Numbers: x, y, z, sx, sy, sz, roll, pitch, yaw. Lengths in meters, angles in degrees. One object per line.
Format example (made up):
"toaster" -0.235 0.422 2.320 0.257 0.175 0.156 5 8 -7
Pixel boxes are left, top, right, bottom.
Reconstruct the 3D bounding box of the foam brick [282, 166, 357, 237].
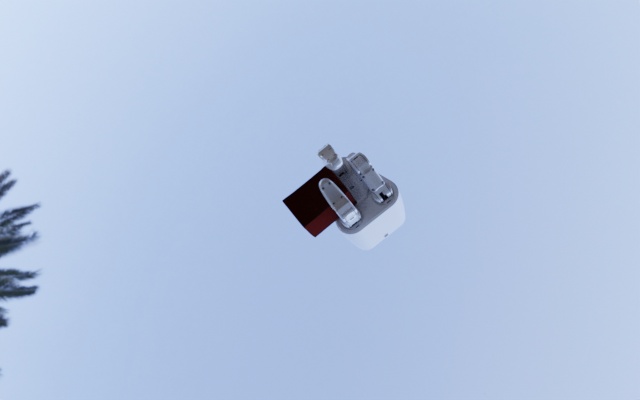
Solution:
"foam brick" 0.000 0.002 0.640 0.078 0.053 0.051 -38 -26 0
